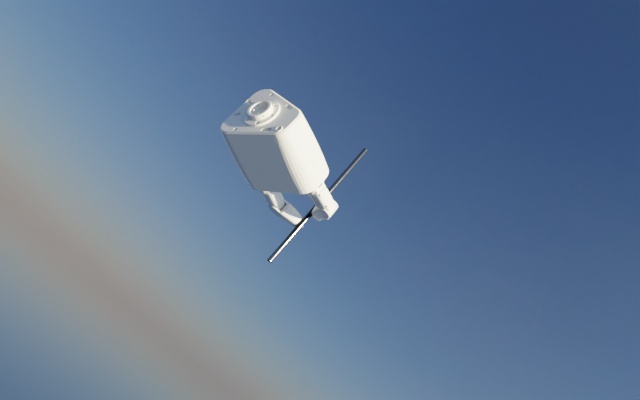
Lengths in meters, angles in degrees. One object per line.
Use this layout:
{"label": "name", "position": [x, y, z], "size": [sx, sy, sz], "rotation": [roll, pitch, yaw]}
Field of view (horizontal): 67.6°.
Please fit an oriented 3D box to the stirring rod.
{"label": "stirring rod", "position": [0.000, 0.002, 0.721], "size": [0.239, 0.011, 0.011], "rotation": [-49, 24, -23]}
